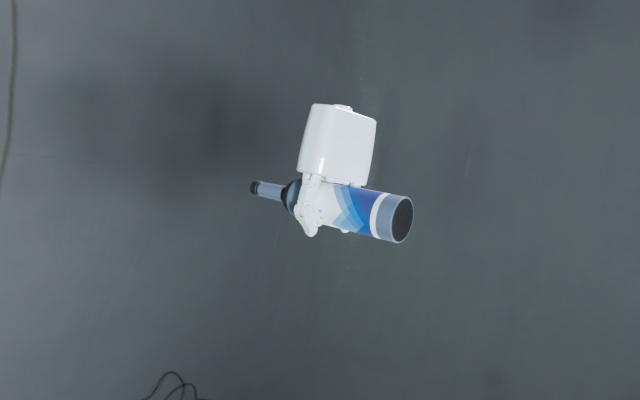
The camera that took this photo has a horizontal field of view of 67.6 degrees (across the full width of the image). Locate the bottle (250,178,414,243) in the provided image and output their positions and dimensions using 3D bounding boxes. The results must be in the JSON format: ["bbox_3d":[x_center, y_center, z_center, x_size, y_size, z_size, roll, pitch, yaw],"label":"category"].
[{"bbox_3d":[0.000,0.003,0.758,0.295,0.069,0.069,12,7,37],"label":"bottle"}]
